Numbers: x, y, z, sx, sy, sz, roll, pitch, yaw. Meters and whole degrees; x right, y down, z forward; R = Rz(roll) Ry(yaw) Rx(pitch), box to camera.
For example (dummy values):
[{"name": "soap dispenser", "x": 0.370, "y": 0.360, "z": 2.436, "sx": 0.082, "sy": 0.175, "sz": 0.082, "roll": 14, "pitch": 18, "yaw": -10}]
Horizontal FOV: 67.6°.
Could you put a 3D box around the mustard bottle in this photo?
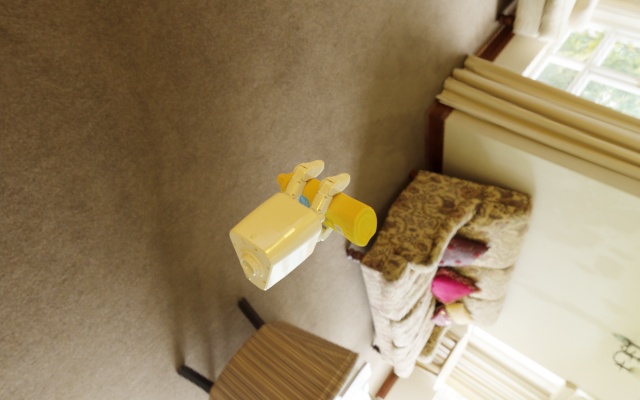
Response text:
[{"name": "mustard bottle", "x": 0.001, "y": 0.002, "z": 0.797, "sx": 0.191, "sy": 0.058, "sz": 0.096, "roll": 30, "pitch": -15, "yaw": 29}]
